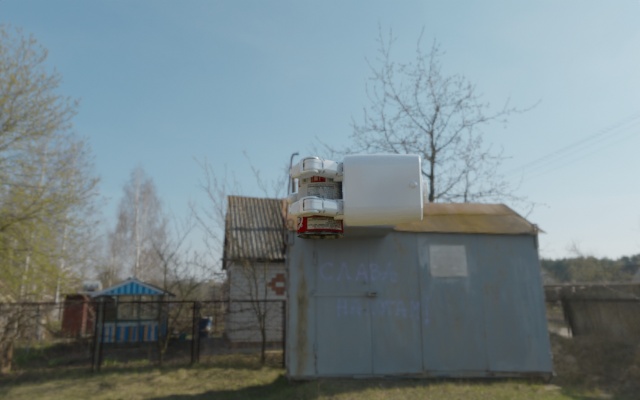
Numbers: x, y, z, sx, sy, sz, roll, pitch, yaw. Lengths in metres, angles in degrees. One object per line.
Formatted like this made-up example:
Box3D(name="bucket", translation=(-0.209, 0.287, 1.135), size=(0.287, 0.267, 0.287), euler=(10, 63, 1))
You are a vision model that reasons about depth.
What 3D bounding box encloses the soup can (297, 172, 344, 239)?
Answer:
Box3D(name="soup can", translation=(0.000, 0.002, 0.695), size=(0.068, 0.102, 0.068), euler=(0, -11, 0))
